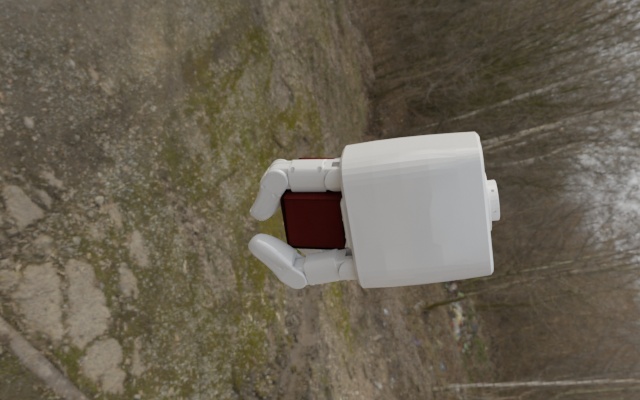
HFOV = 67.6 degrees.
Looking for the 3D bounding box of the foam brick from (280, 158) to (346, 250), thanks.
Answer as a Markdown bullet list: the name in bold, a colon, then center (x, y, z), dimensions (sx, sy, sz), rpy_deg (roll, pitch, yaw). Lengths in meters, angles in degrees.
- **foam brick**: center (0.000, 0.001, 0.429), dimensions (0.051, 0.053, 0.078), rpy_deg (0, 32, 11)
